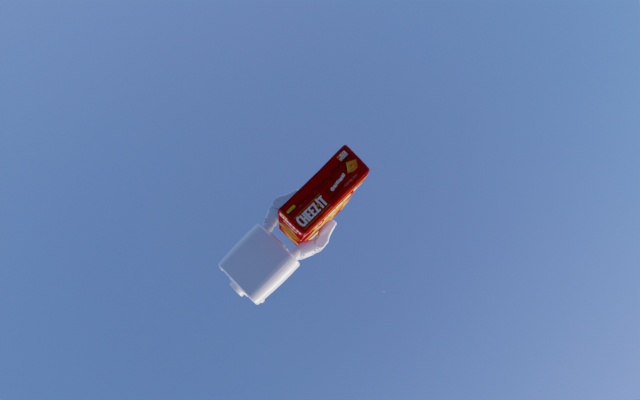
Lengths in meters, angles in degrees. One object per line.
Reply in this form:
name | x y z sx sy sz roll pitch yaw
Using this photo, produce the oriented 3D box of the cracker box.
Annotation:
cracker box | 0.000 0.003 0.897 0.072 0.164 0.214 44 -12 4
